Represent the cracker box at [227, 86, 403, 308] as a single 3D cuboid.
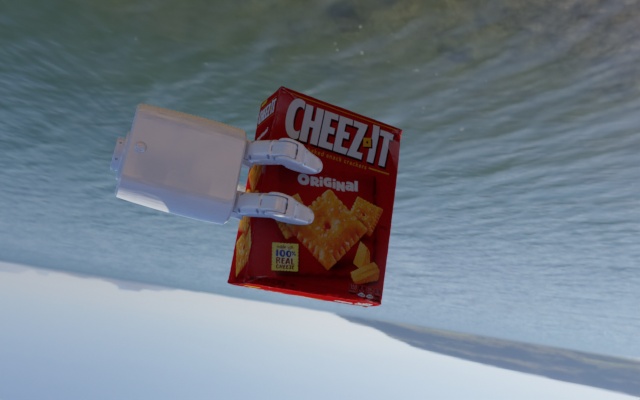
[{"bbox_3d":[0.000,0.002,0.539,0.164,0.213,0.072,15,-14,-24],"label":"cracker box"}]
